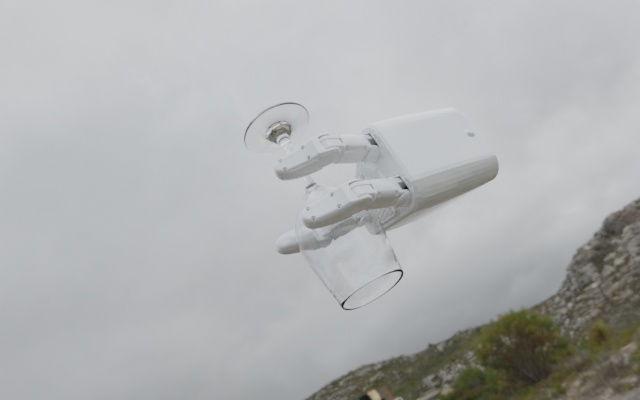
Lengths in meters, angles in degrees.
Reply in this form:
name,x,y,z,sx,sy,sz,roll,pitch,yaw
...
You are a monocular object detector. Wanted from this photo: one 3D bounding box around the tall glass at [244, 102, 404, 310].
name,x,y,z,sx,sy,sz,roll,pitch,yaw
tall glass,0.000,0.001,0.455,0.079,0.201,0.079,-24,-28,-13
